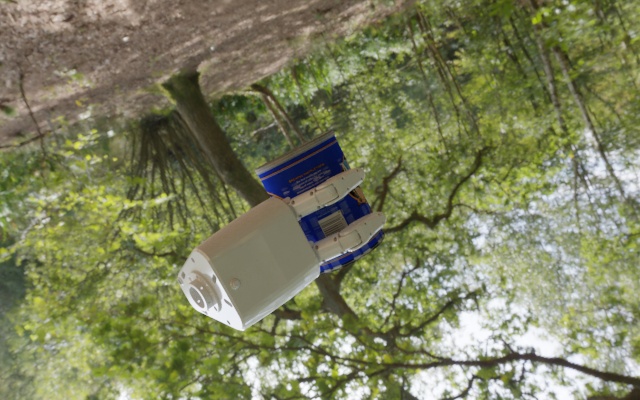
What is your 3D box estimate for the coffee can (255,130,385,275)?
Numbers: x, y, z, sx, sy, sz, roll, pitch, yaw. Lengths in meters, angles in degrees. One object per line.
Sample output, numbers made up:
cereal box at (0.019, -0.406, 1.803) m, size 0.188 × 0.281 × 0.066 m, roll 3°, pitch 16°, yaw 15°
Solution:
coffee can at (0.000, 0.002, 0.566) m, size 0.103 × 0.140 × 0.103 m, roll -27°, pitch 8°, yaw 4°
